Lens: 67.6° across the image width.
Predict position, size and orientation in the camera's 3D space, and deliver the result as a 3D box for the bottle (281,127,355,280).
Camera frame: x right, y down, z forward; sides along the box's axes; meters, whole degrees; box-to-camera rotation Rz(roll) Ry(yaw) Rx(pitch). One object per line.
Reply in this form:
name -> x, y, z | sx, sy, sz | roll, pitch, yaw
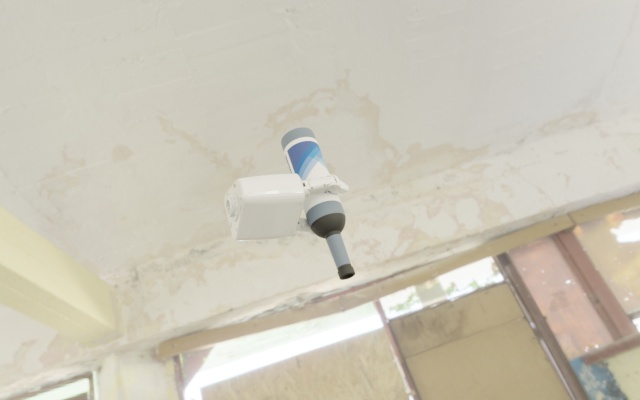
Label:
bottle -> 0.000, 0.003, 0.852 | 0.069, 0.295, 0.069 | -16, -28, -9
